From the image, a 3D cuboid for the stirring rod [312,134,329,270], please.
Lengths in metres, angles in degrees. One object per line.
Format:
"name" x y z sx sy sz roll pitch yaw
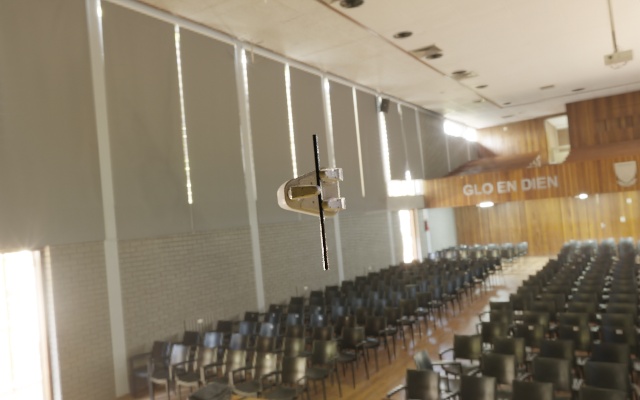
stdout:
"stirring rod" 0.000 0.003 0.847 0.011 0.239 0.011 -5 -1 0
